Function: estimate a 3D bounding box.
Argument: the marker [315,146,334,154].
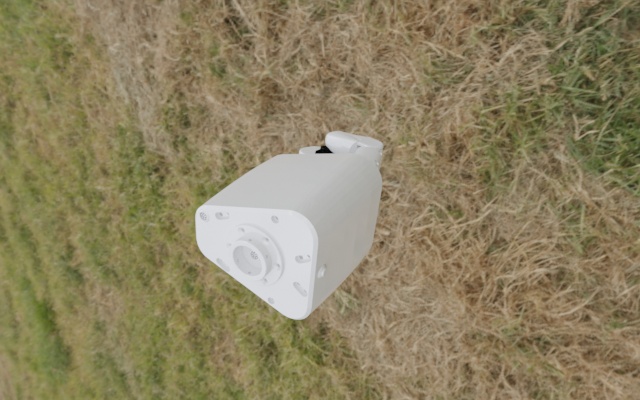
[{"bbox_3d":[0.000,0.002,0.486,0.020,0.121,0.020,4,29,-2],"label":"marker"}]
